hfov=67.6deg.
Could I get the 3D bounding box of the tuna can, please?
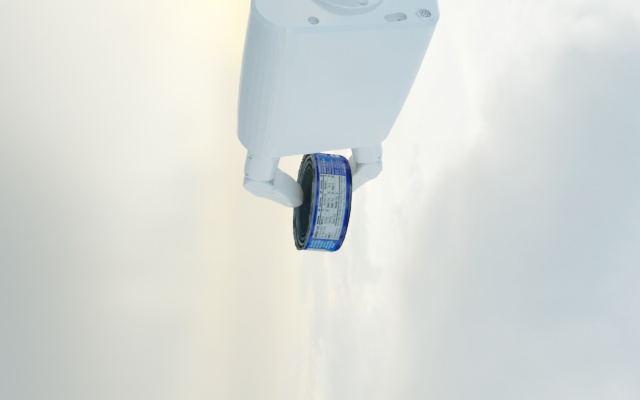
[{"bbox_3d":[0.001,0.001,0.409,0.034,0.086,0.086,5,-1,-12],"label":"tuna can"}]
